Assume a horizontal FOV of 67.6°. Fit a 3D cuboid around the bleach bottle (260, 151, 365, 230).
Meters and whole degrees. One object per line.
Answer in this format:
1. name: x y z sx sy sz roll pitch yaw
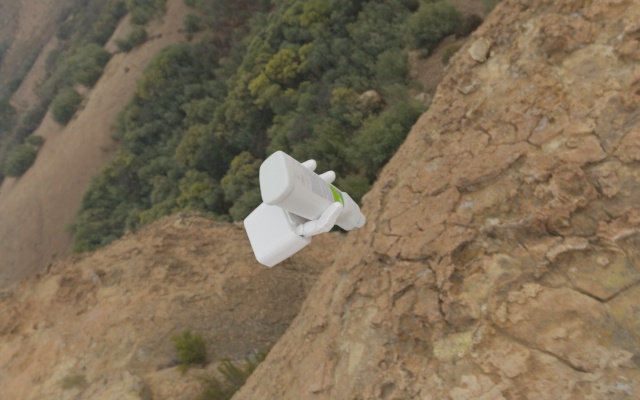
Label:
1. bleach bottle: 0.000 0.003 0.899 0.068 0.102 0.251 -36 -44 26
